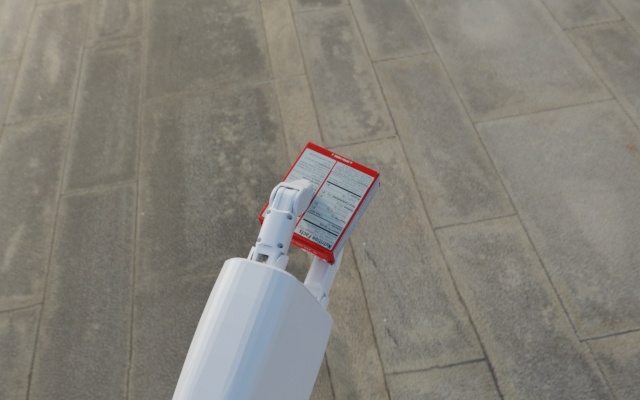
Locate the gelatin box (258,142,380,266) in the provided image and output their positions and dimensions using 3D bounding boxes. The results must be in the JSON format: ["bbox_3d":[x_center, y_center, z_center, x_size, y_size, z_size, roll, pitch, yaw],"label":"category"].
[{"bbox_3d":[0.000,0.001,0.417,0.073,0.089,0.030,25,-21,18],"label":"gelatin box"}]
